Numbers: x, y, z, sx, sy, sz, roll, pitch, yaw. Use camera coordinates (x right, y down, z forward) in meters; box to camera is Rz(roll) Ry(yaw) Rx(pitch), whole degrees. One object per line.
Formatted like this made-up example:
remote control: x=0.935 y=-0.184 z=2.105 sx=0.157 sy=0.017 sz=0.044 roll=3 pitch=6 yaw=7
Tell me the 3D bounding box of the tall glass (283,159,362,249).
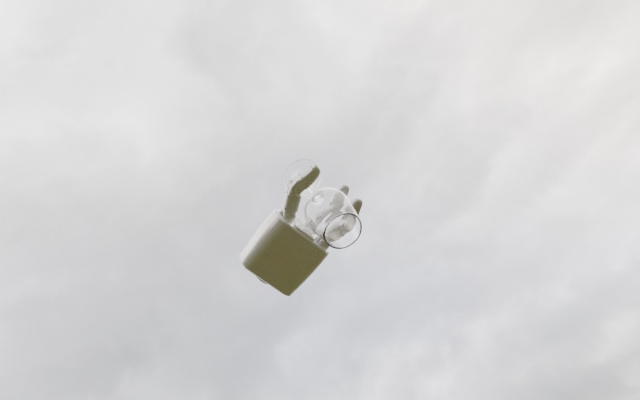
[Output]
tall glass: x=0.000 y=0.002 z=0.792 sx=0.079 sy=0.079 sz=0.201 roll=0 pitch=26 yaw=-23
